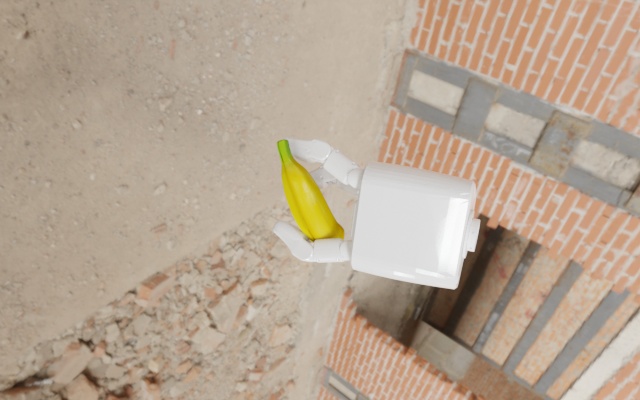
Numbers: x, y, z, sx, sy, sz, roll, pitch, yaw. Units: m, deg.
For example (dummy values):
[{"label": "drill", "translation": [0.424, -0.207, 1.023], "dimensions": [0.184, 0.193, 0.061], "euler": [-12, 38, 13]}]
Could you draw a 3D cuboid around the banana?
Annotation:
[{"label": "banana", "translation": [-0.001, 0.016, 0.534], "dimensions": [0.037, 0.069, 0.198], "euler": [-8, -34, 14]}]
